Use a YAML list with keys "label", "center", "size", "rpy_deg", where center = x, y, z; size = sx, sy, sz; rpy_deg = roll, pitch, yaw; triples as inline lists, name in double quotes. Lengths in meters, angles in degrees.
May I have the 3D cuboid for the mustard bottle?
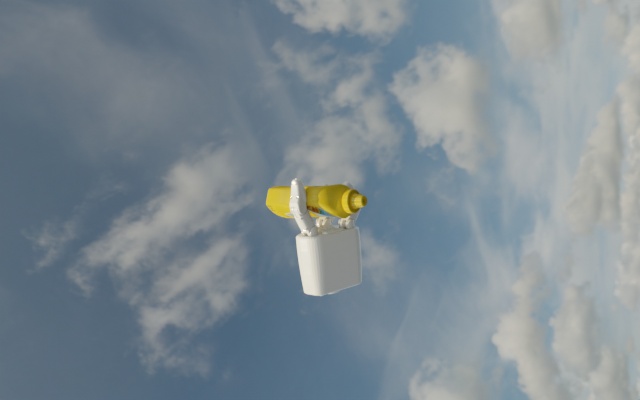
- label: "mustard bottle"
  center: [0.000, 0.002, 0.850]
  size: [0.191, 0.058, 0.096]
  rpy_deg: [0, -16, 41]
